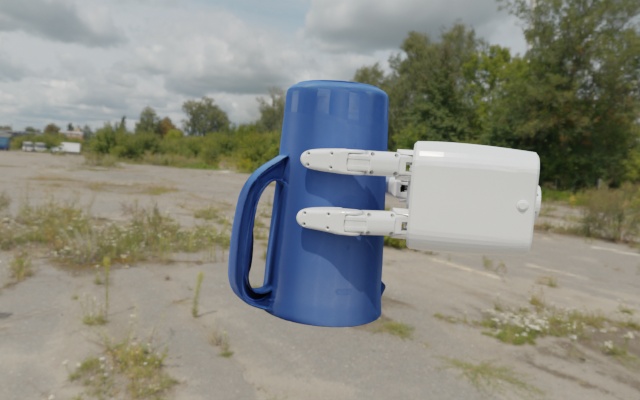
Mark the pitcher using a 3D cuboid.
[{"bbox_3d":[0.000,0.002,0.505,0.145,0.243,0.149,6,5,15],"label":"pitcher"}]
